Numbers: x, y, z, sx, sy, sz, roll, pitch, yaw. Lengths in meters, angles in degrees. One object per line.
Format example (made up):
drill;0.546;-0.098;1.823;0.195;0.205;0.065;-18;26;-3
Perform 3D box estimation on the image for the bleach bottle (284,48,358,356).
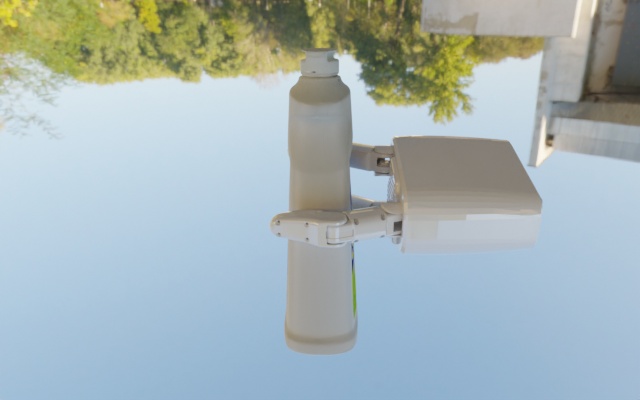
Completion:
bleach bottle;0.000;0.001;0.412;0.068;0.251;0.102;0;22;1
